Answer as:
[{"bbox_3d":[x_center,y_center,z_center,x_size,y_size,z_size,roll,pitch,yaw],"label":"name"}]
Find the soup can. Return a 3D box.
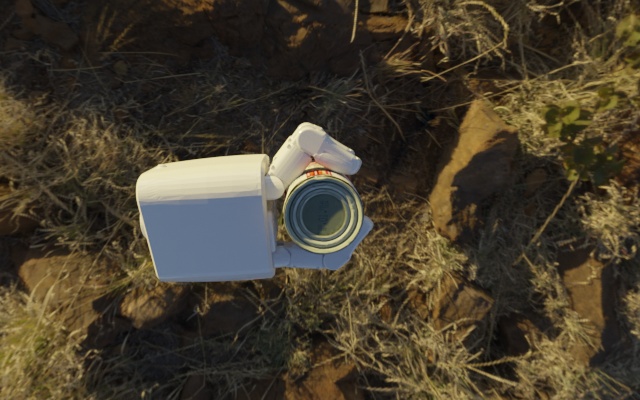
[{"bbox_3d":[0.001,0.002,0.432,0.068,0.068,0.102,0,13,-3],"label":"soup can"}]
